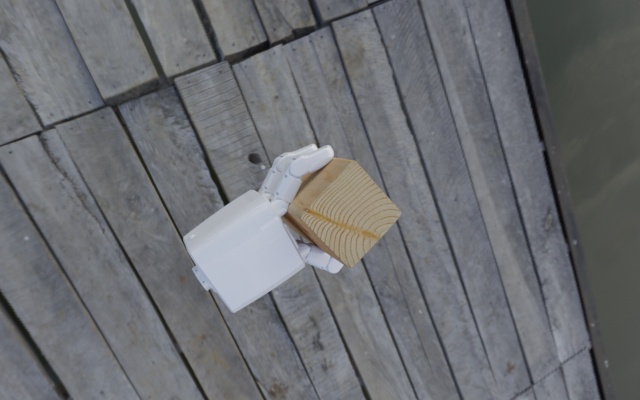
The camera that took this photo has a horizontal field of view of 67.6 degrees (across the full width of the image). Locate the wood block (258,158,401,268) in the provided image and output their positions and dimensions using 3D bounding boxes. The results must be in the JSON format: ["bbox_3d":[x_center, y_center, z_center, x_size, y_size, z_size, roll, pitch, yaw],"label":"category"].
[{"bbox_3d":[0.000,0.003,0.619,0.091,0.090,0.206,47,-9,-20],"label":"wood block"}]
